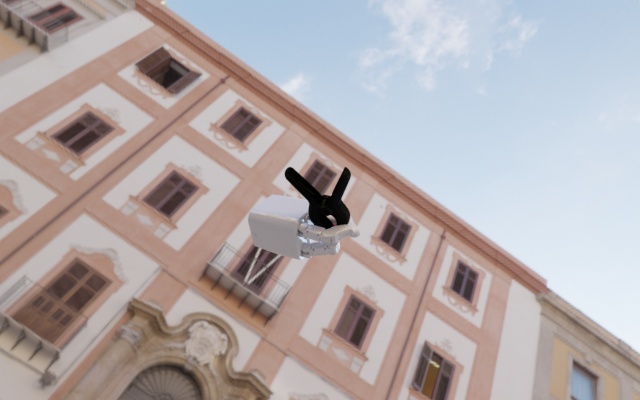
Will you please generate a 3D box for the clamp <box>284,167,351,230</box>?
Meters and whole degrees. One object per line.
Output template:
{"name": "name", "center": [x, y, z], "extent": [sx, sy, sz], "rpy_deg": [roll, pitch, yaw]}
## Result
{"name": "clamp", "center": [0.000, 0.003, 0.864], "extent": [0.120, 0.172, 0.039], "rpy_deg": [13, 44, 21]}
